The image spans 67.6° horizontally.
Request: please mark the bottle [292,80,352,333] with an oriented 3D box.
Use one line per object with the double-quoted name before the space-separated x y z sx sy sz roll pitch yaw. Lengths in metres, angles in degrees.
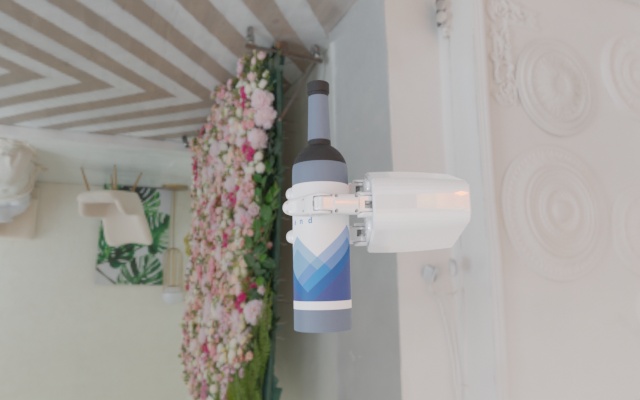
"bottle" 0.000 0.002 0.567 0.069 0.295 0.069 -1 -8 0
